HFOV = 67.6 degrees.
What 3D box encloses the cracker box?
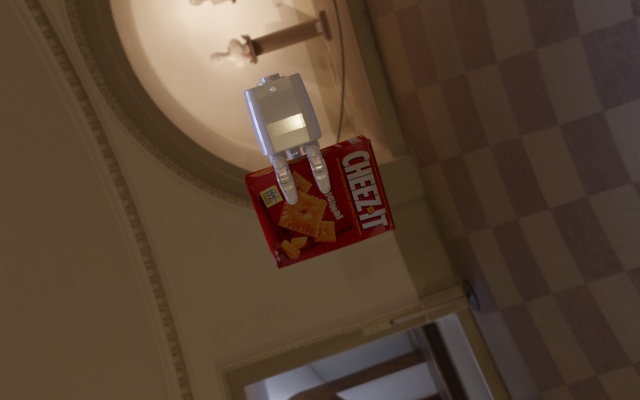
[{"bbox_3d":[0.000,0.003,0.802,0.213,0.164,0.072,-19,16,-1],"label":"cracker box"}]
